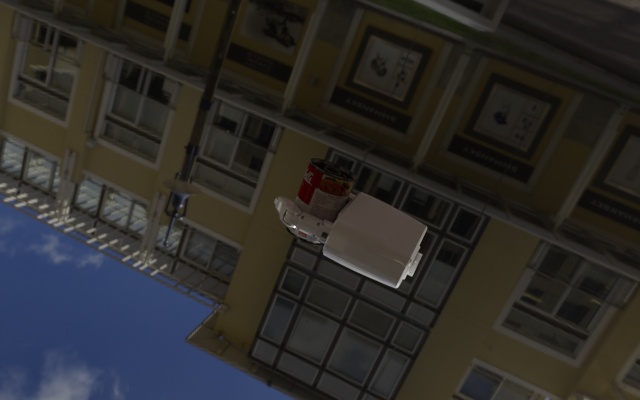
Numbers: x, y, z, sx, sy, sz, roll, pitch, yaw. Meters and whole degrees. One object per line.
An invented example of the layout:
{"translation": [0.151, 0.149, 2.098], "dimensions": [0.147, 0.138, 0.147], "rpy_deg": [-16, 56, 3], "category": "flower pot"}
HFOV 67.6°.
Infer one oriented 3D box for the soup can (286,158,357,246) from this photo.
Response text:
{"translation": [0.000, 0.002, 0.655], "dimensions": [0.068, 0.102, 0.068], "rpy_deg": [20, 17, -6], "category": "soup can"}
